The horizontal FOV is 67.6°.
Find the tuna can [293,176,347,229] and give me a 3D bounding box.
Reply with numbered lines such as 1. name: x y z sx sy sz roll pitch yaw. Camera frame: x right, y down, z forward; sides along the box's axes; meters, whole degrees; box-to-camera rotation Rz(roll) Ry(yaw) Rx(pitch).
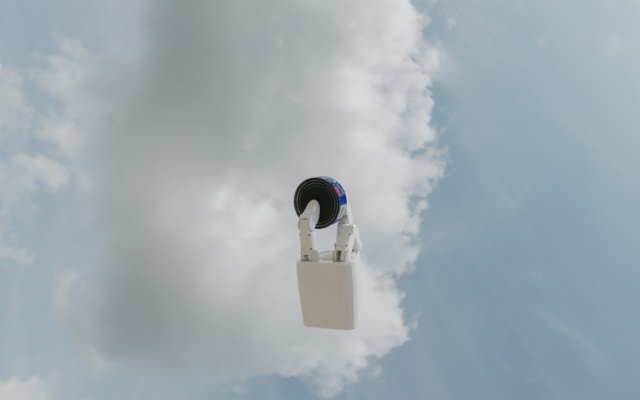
1. tuna can: 0.000 0.002 0.790 0.086 0.086 0.033 0 8 28
